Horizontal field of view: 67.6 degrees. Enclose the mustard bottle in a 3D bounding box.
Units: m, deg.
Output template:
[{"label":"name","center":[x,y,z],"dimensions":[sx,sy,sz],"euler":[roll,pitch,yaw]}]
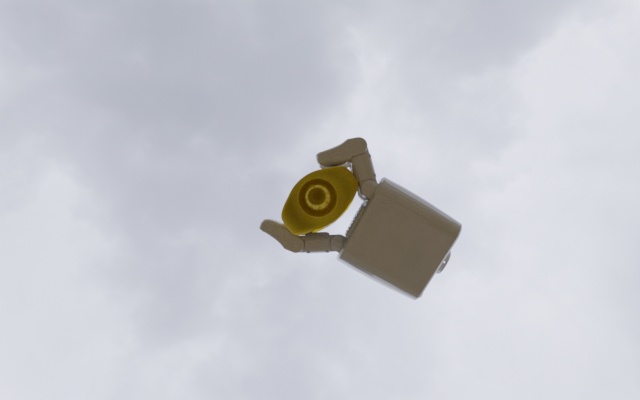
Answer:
[{"label":"mustard bottle","center":[0.000,0.002,0.557],"dimensions":[0.096,0.058,0.191],"euler":[-36,-3,0]}]
